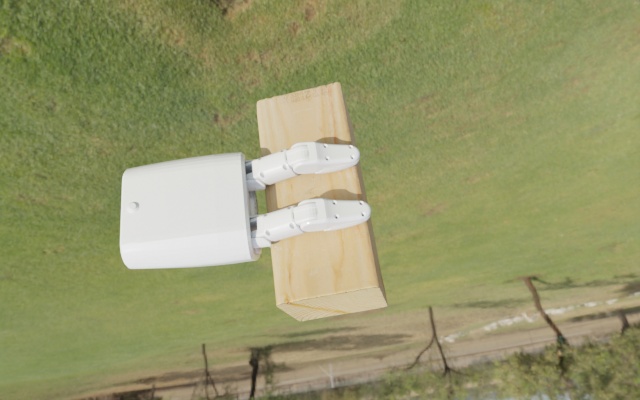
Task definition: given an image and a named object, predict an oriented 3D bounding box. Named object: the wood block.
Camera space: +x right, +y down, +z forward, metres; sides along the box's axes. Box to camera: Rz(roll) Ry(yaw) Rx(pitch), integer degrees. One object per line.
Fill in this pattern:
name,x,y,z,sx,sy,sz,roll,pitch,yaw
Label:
wood block,0.000,0.002,0.468,0.090,0.206,0.091,-12,-24,7
